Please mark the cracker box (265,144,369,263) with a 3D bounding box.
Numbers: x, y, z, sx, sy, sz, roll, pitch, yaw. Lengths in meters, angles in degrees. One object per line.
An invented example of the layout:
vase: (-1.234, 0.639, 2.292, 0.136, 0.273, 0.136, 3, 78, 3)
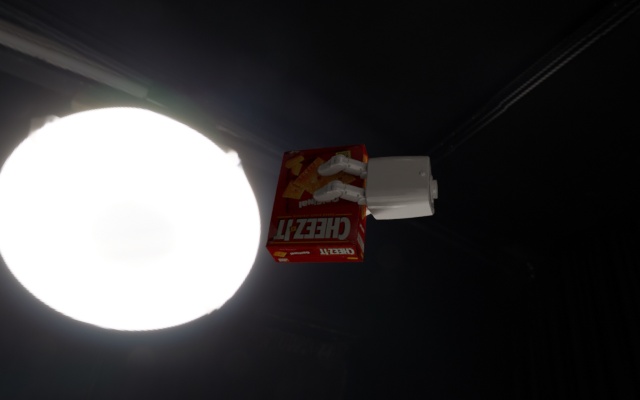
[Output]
cracker box: (0.000, 0.003, 0.874, 0.164, 0.213, 0.072, -3, -34, 17)
